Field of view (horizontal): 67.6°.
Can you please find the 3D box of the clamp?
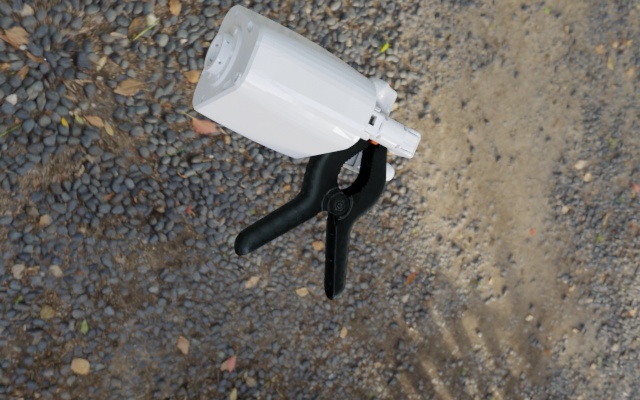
[{"bbox_3d":[0.000,0.001,0.436,0.120,0.171,0.039,21,4,-33],"label":"clamp"}]
